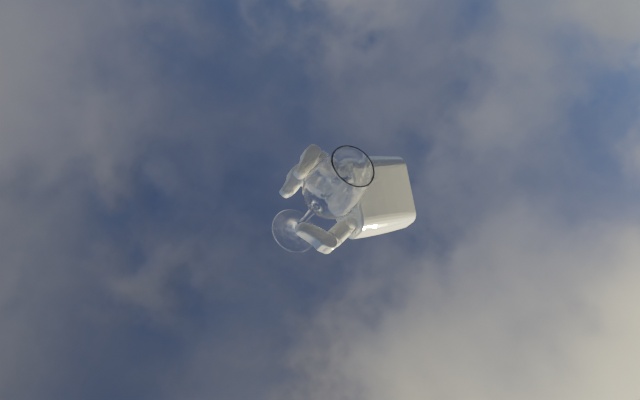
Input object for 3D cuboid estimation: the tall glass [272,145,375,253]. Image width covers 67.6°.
[{"bbox_3d":[0.000,0.003,0.674,0.079,0.079,0.201,0,-27,-28],"label":"tall glass"}]
